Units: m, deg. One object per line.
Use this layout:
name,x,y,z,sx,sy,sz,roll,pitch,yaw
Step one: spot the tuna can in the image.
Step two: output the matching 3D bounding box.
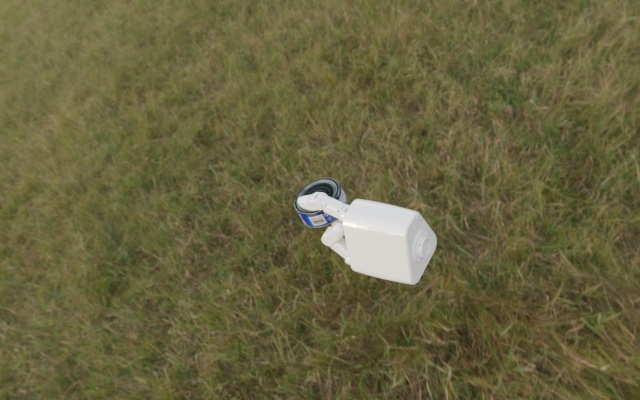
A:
tuna can,0.000,0.002,0.797,0.086,0.086,0.034,0,-42,34
